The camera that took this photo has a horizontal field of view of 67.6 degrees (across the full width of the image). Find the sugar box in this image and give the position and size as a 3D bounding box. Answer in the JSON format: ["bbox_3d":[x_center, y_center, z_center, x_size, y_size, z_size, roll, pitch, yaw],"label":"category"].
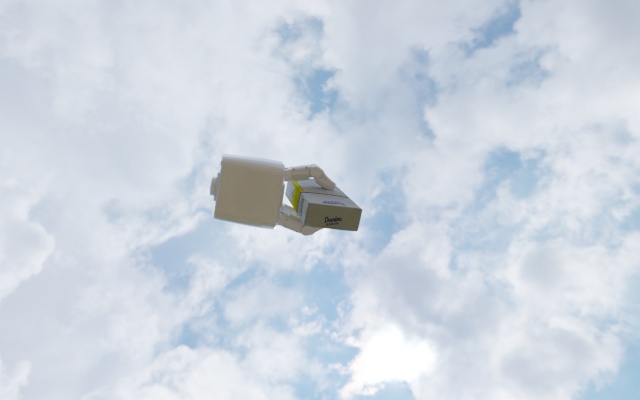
[{"bbox_3d":[0.000,0.003,0.831,0.093,0.048,0.176,7,17,-16],"label":"sugar box"}]
